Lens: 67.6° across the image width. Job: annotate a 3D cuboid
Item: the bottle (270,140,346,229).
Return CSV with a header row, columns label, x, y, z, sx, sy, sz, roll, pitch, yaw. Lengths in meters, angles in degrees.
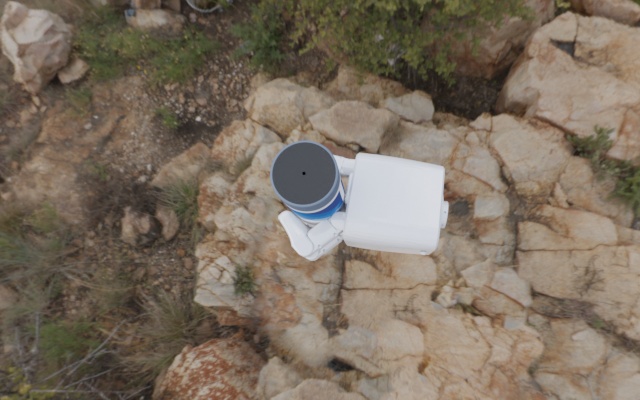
label,x,y,z,sx,sy,sz,roll,pitch,yaw
bottle,0.000,0.002,0.601,0.069,0.069,0.296,0,-11,6
